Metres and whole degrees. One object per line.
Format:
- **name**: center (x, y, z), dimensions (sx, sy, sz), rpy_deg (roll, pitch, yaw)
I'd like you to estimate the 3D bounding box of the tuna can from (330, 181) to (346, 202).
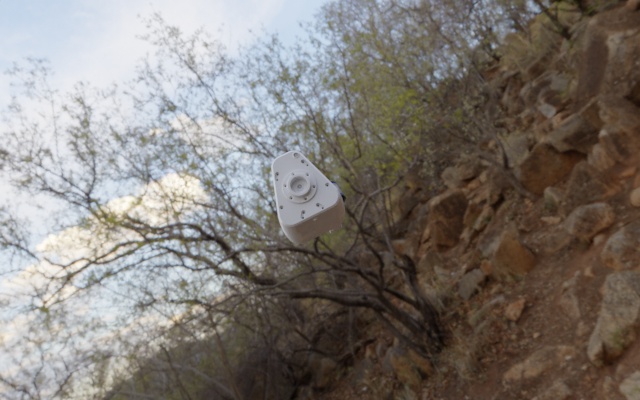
- **tuna can**: center (0.000, 0.002, 0.849), dimensions (0.086, 0.033, 0.086), rpy_deg (-27, -20, -10)
